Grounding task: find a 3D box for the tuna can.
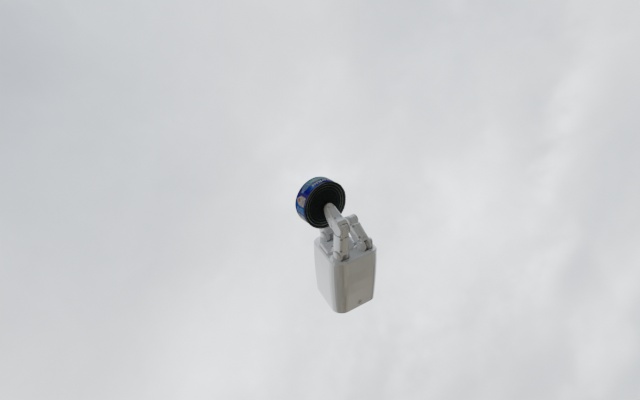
[{"bbox_3d":[0.000,0.002,0.816,0.086,0.086,0.033,0,21,-38],"label":"tuna can"}]
